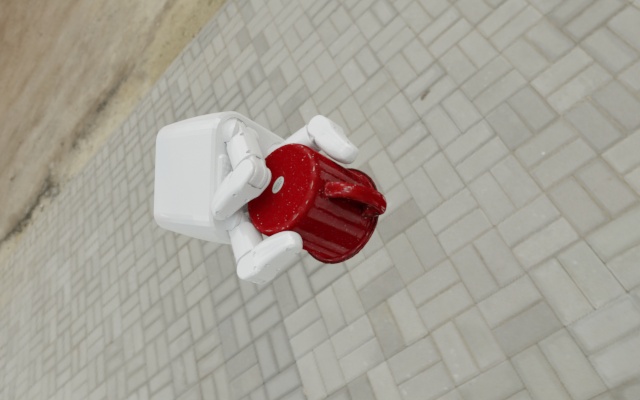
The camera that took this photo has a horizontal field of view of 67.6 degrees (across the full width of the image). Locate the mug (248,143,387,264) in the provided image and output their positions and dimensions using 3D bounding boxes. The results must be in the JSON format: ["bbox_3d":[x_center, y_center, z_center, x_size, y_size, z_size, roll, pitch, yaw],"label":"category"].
[{"bbox_3d":[0.001,0.001,0.407,0.117,0.093,0.081,0,-18,42],"label":"mug"}]
